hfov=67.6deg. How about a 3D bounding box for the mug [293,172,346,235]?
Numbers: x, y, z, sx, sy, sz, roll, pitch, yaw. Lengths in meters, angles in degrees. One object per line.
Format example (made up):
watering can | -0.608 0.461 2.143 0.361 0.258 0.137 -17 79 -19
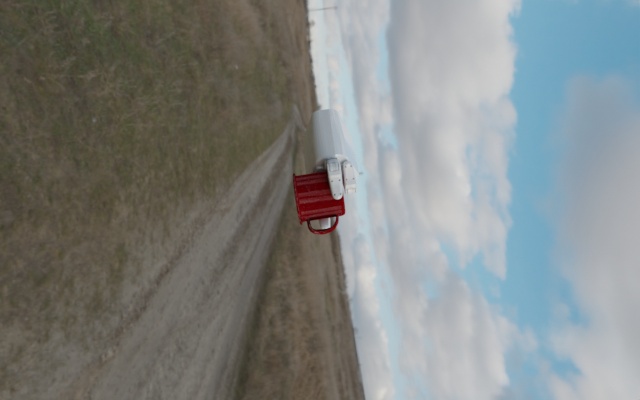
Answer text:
mug | 0.001 0.004 0.835 0.081 0.117 0.093 -8 -25 1
